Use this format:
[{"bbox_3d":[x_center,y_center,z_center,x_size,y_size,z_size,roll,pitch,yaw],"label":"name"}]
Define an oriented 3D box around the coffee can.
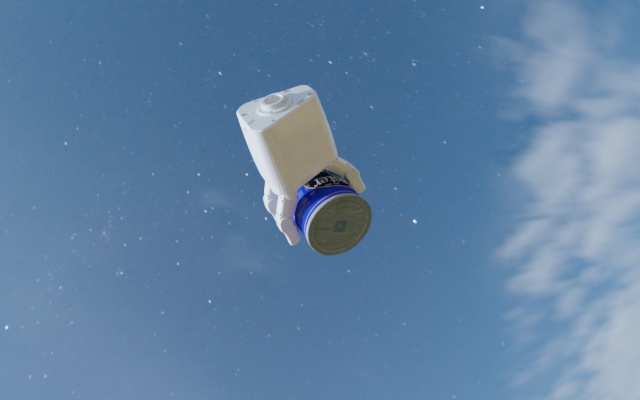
[{"bbox_3d":[0.000,0.003,0.731,0.103,0.103,0.140,0,30,-29],"label":"coffee can"}]
